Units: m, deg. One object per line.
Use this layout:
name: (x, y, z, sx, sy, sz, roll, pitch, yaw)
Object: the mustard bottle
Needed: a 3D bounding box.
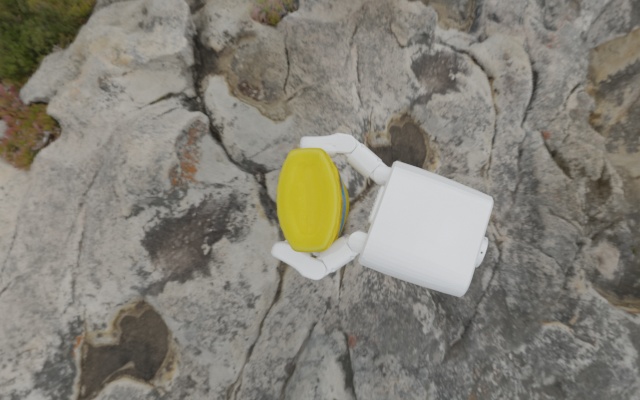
mustard bottle: (0.000, 0.002, 0.520, 0.058, 0.096, 0.191, -4, -2, 7)
